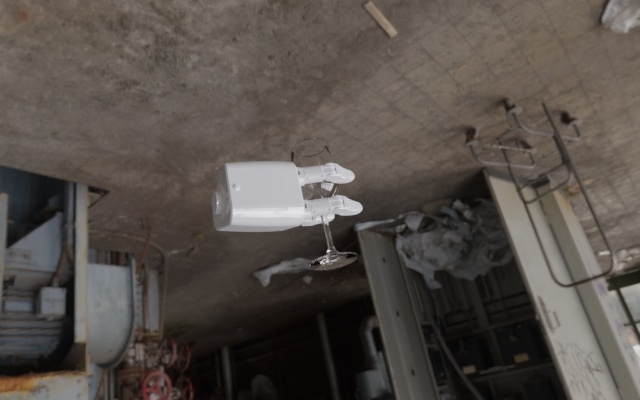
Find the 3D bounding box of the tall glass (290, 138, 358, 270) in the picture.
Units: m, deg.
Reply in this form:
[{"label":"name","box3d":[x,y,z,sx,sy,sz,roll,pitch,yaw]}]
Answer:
[{"label":"tall glass","box3d":[0.000,0.003,0.753,0.079,0.201,0.079,-10,-23,-5]}]
